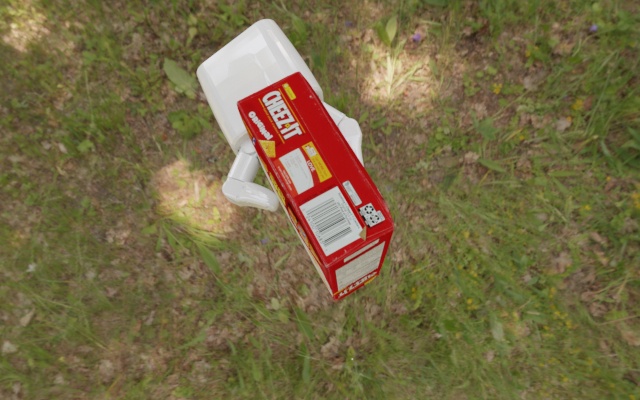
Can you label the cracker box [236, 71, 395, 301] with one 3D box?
[{"bbox_3d":[0.000,0.002,0.479,0.072,0.164,0.214,-28,-18,-6],"label":"cracker box"}]
